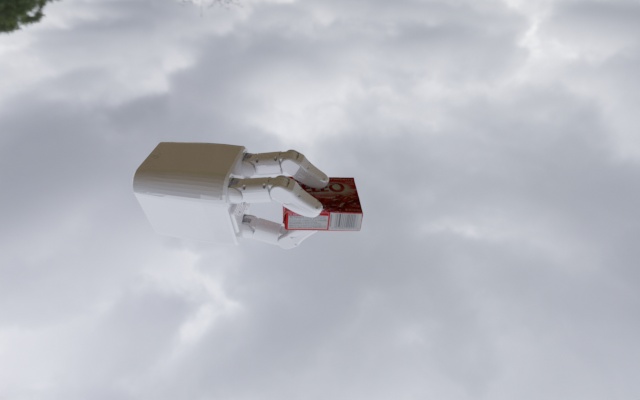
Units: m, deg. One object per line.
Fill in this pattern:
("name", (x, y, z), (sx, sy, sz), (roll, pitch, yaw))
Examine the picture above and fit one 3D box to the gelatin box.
("gelatin box", (0.000, 0.002, 0.557), (0.089, 0.030, 0.073), (2, 35, -7))
